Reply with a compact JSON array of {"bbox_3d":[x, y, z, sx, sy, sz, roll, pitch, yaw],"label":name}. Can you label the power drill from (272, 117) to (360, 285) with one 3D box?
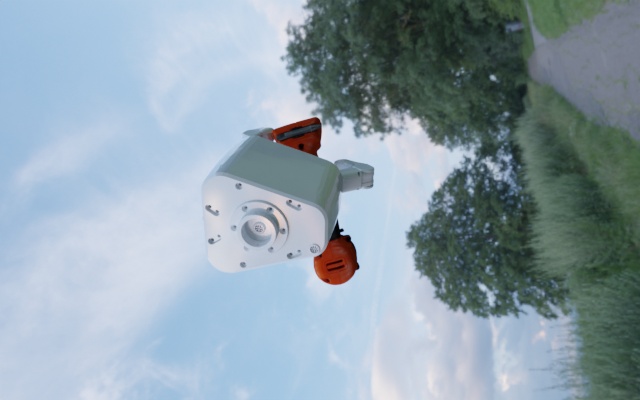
[{"bbox_3d":[0.000,0.001,0.577,0.057,0.187,0.184,-18,0,0],"label":"power drill"}]
